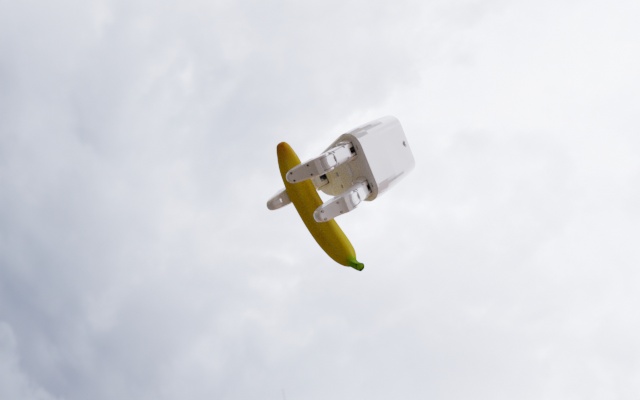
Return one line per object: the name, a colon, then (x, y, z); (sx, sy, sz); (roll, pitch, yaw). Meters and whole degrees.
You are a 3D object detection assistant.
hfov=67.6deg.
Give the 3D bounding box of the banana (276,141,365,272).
banana: (-0.004, 0.013, 0.633); (0.037, 0.197, 0.070); (-28, -13, -29)
